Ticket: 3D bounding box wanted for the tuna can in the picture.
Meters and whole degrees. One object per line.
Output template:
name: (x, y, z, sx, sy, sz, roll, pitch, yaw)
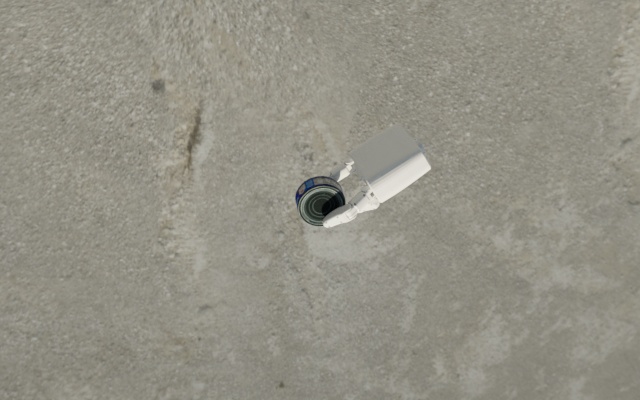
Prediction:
tuna can: (0.000, 0.003, 0.827, 0.086, 0.086, 0.033, 0, 31, -10)
